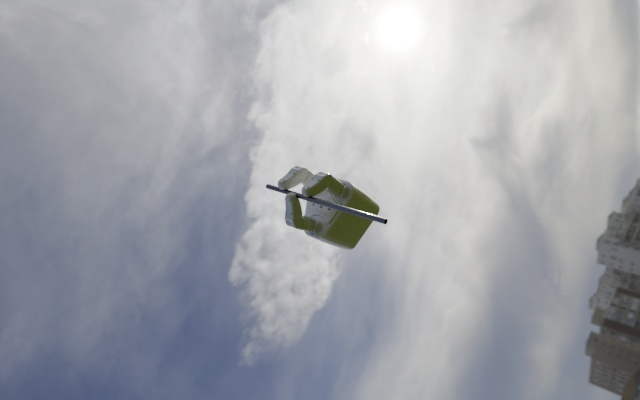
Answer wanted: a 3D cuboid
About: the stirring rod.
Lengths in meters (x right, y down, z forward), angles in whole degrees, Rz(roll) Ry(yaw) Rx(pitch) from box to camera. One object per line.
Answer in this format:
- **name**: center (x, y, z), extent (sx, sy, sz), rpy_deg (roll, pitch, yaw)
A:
- **stirring rod**: center (0.000, 0.002, 0.727), extent (0.239, 0.011, 0.011), rpy_deg (17, 11, 39)
